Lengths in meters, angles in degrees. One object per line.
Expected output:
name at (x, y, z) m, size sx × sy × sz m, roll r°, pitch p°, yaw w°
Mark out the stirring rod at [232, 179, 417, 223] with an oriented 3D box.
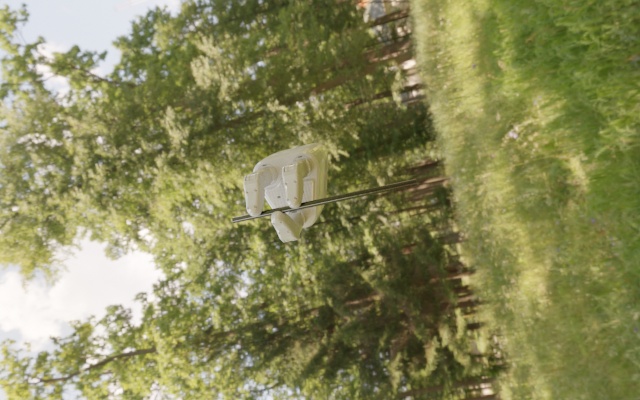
stirring rod at (0.000, 0.002, 0.596) m, size 0.239 × 0.011 × 0.011 m, roll -12°, pitch -3°, yaw 14°
